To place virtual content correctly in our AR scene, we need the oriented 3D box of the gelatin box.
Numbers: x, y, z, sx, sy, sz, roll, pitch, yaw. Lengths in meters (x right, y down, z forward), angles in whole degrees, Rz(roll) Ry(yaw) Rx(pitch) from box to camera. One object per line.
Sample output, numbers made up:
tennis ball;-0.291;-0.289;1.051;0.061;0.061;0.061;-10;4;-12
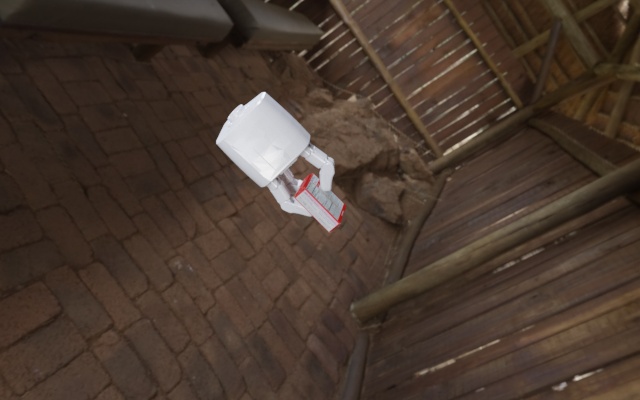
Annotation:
gelatin box;0.001;0.003;0.819;0.030;0.089;0.073;-41;10;24
